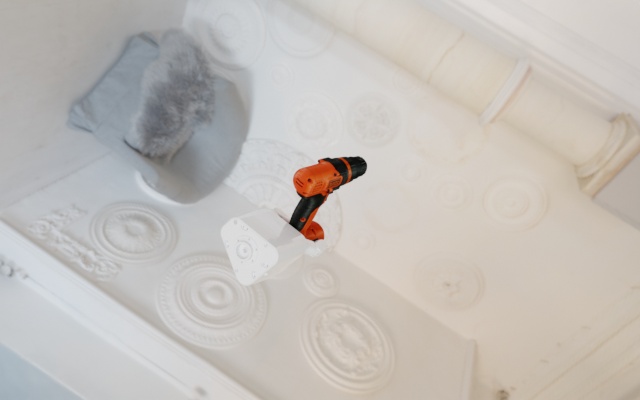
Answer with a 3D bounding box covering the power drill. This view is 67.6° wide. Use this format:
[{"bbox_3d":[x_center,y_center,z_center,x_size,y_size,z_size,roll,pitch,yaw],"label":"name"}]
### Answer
[{"bbox_3d":[0.000,0.003,0.890,0.057,0.188,0.184,40,35,28],"label":"power drill"}]
